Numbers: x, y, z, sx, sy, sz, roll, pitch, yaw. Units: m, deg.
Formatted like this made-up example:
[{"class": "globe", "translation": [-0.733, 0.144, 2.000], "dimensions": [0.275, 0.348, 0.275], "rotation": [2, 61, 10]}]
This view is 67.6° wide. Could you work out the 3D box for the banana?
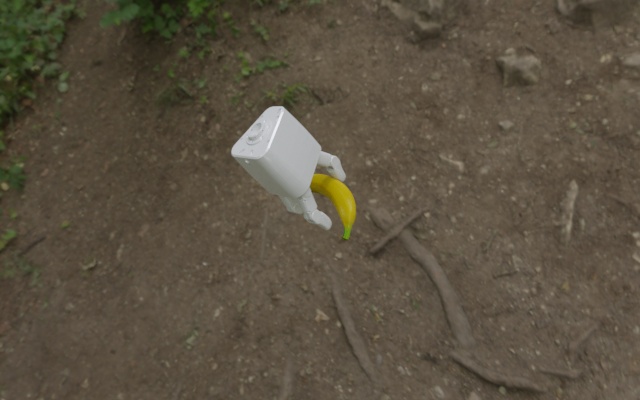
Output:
[{"class": "banana", "translation": [0.014, -0.009, 0.872], "dimensions": [0.037, 0.069, 0.197], "rotation": [39, 6, -41]}]
